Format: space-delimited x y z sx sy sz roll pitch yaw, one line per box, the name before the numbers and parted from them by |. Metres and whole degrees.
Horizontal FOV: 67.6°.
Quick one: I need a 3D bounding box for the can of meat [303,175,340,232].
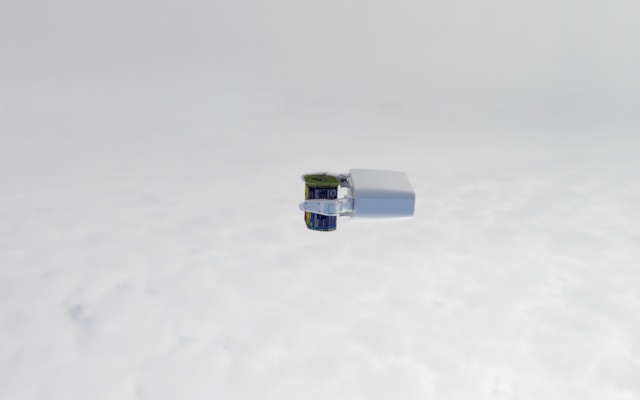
can of meat | 0.000 0.003 0.840 0.057 0.084 0.102 0 12 -6
